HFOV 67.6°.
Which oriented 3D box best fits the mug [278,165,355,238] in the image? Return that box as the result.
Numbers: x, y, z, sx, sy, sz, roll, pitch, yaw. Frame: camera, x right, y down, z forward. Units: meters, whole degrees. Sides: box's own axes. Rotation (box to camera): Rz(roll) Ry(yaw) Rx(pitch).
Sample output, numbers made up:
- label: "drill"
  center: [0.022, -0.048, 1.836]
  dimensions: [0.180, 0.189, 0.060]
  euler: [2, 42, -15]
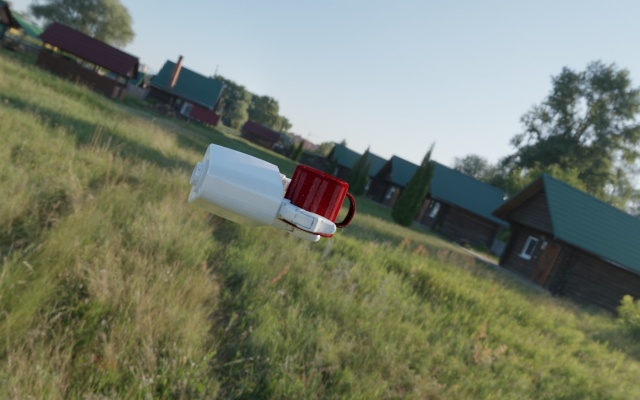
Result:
- label: "mug"
  center: [0.001, 0.003, 0.698]
  dimensions: [0.117, 0.081, 0.093]
  euler: [20, 6, -22]
